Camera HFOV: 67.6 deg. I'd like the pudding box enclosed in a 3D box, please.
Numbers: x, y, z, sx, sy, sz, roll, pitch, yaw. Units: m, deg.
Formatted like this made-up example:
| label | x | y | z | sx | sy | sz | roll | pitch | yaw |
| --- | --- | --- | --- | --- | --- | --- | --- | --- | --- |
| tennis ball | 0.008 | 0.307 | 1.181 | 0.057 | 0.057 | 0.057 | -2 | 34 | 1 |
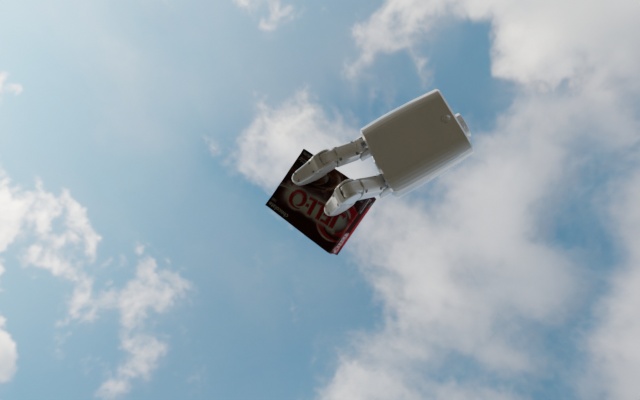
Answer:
| label | x | y | z | sx | sy | sz | roll | pitch | yaw |
| --- | --- | --- | --- | --- | --- | --- | --- | --- | --- |
| pudding box | 0.000 | 0.002 | 0.608 | 0.113 | 0.090 | 0.039 | 35 | 1 | 24 |
